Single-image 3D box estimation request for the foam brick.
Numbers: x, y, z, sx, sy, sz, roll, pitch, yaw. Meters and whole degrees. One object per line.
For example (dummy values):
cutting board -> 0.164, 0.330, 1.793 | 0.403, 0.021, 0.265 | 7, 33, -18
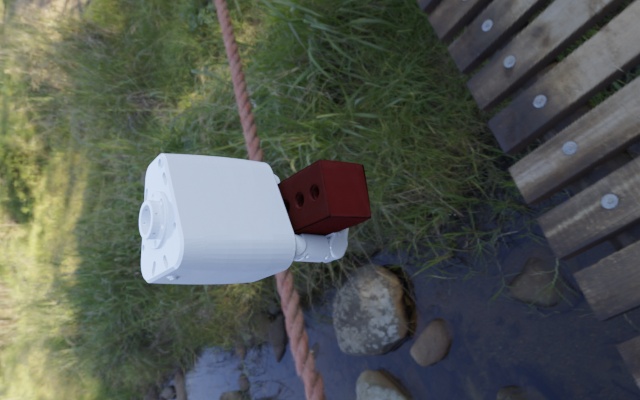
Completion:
foam brick -> 0.000, 0.001, 0.441 | 0.051, 0.053, 0.078 | 5, -21, -39
